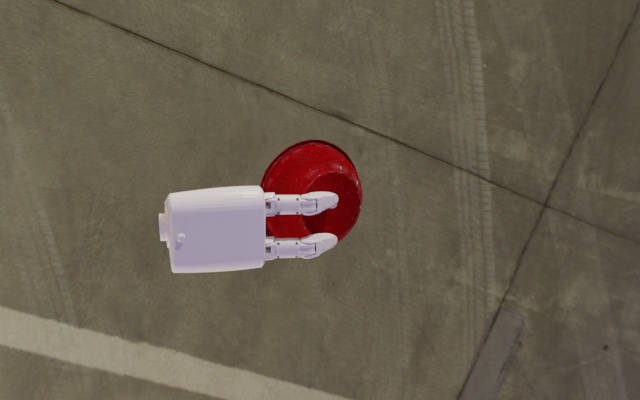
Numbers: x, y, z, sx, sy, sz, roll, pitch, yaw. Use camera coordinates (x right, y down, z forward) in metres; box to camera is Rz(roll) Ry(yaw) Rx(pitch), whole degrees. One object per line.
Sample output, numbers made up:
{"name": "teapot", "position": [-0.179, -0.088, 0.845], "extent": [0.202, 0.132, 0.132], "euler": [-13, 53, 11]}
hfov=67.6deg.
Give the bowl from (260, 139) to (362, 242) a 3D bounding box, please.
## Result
{"name": "bowl", "position": [0.001, 0.002, 0.636], "extent": [0.162, 0.162, 0.055], "euler": [0, 12, -31]}
